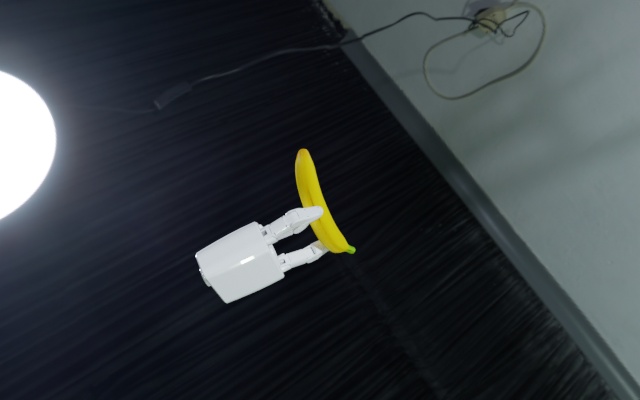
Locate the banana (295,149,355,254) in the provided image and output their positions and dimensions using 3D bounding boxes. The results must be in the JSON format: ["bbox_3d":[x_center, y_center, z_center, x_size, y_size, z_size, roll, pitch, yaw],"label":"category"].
[{"bbox_3d":[-0.004,0.008,0.788,0.037,0.198,0.069,-24,1,18],"label":"banana"}]
